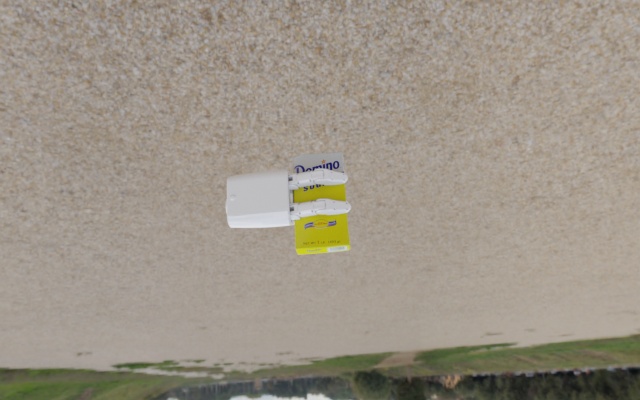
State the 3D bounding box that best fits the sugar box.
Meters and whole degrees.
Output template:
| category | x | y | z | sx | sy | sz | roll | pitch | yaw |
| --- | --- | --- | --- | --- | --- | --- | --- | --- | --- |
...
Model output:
| category | x | y | z | sx | sy | sz | roll | pitch | yaw |
| --- | --- | --- | --- | --- | --- | --- | --- | --- | --- |
| sugar box | 0.000 | 0.003 | 0.837 | 0.093 | 0.176 | 0.048 | -5 | -19 | 2 |
